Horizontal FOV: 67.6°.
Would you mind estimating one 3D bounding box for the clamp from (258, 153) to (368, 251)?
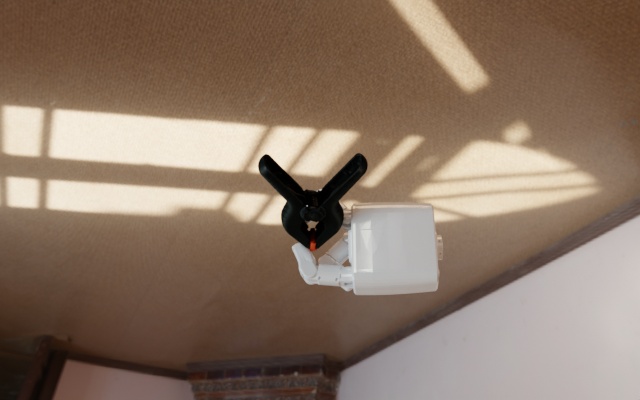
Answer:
[{"bbox_3d":[0.000,0.002,0.579,0.120,0.039,0.172,-1,-37,8],"label":"clamp"}]
